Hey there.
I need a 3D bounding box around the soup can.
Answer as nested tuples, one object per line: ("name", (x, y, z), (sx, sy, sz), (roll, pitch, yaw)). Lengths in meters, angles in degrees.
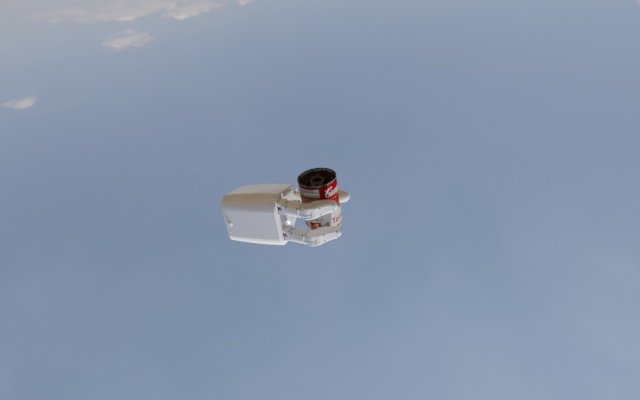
("soup can", (0.001, 0.003, 0.839), (0.068, 0.102, 0.068), (-7, 30, 4))
